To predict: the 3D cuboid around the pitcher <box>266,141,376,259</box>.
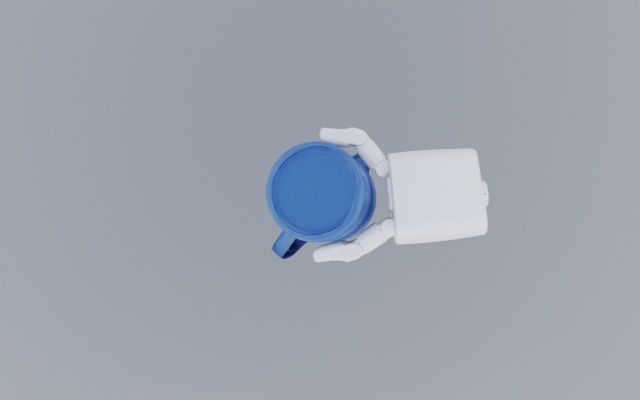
[{"bbox_3d":[0.000,0.002,0.617,0.145,0.149,0.243,-4,-2,6],"label":"pitcher"}]
